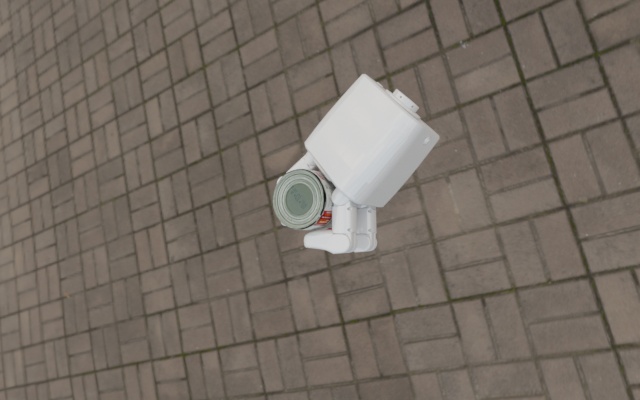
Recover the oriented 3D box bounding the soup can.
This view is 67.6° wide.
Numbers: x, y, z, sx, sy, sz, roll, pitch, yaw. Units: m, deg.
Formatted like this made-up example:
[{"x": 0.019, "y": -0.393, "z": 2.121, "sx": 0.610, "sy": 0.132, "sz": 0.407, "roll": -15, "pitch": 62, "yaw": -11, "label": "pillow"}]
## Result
[{"x": 0.000, "y": 0.002, "z": 0.556, "sx": 0.068, "sy": 0.068, "sz": 0.102, "roll": 0, "pitch": -4, "yaw": 29, "label": "soup can"}]
